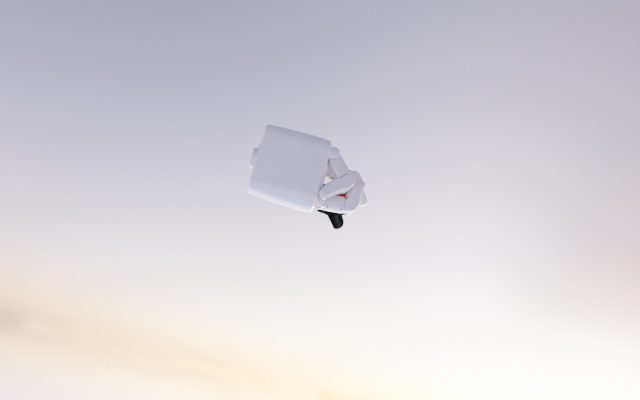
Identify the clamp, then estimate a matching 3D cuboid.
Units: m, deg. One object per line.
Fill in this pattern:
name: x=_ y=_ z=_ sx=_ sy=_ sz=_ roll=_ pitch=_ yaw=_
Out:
clamp: x=0.000 y=0.003 z=0.842 sx=0.120 sy=0.039 sz=0.171 roll=17 pitch=-22 yaw=-5
